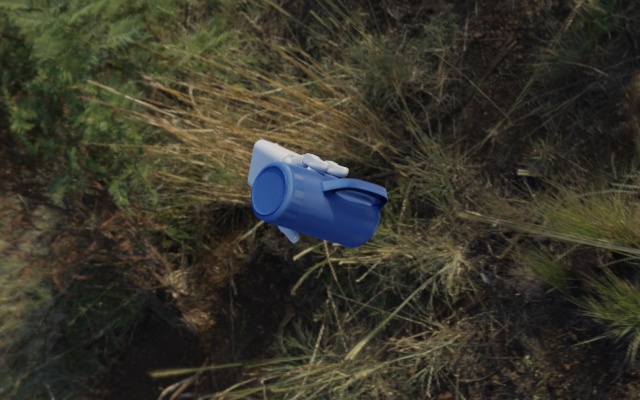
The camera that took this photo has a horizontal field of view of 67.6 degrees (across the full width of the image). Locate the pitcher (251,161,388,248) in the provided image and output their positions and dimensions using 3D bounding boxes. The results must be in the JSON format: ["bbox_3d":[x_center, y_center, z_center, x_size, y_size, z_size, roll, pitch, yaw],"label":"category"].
[{"bbox_3d":[0.000,0.003,0.893,0.243,0.149,0.145,17,12,-45],"label":"pitcher"}]
